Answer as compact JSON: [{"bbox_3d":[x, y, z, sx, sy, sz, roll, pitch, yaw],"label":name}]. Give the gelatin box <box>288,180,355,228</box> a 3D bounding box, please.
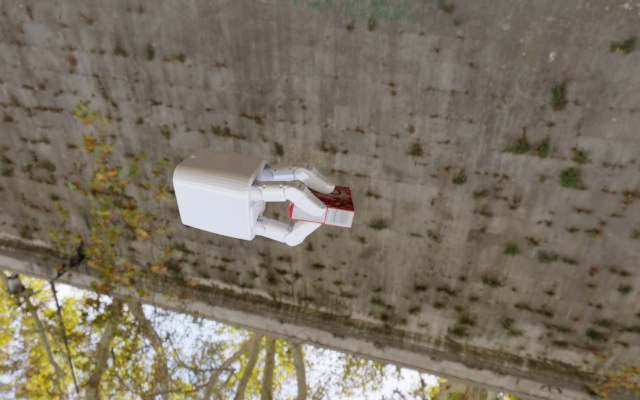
[{"bbox_3d":[0.000,0.003,0.674,0.089,0.030,0.073,9,27,-7],"label":"gelatin box"}]
